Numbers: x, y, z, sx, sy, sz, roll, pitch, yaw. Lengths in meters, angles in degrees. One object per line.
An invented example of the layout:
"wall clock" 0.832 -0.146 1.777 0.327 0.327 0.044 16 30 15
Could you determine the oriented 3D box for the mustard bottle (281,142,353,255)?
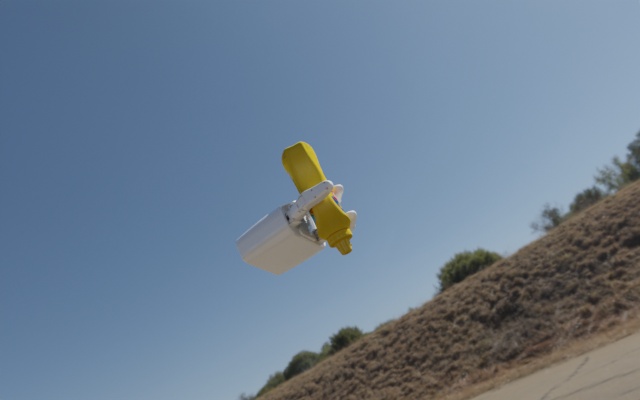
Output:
"mustard bottle" 0.000 0.002 0.778 0.058 0.191 0.096 -26 -20 -3
